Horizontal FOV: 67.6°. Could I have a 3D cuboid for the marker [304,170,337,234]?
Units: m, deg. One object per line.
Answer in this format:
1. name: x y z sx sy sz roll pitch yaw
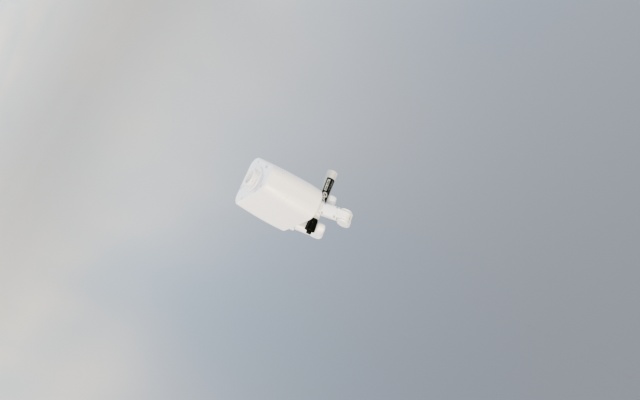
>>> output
1. marker: 0.000 0.003 0.835 0.020 0.121 0.020 20 -15 6
